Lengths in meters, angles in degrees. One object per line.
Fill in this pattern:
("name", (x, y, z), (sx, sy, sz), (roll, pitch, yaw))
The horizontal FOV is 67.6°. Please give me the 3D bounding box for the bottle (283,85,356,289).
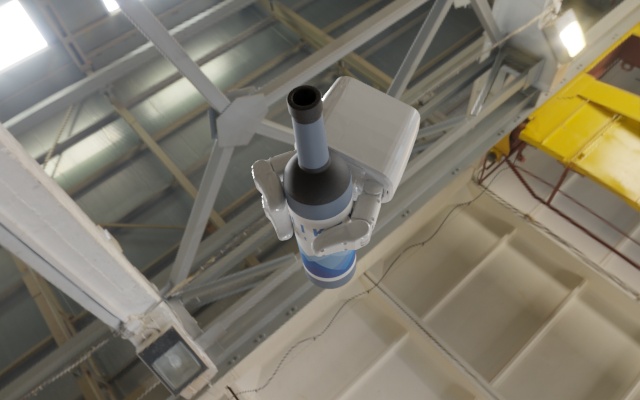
("bottle", (0.000, 0.002, 0.488), (0.069, 0.069, 0.296), (0, -33, 6))
